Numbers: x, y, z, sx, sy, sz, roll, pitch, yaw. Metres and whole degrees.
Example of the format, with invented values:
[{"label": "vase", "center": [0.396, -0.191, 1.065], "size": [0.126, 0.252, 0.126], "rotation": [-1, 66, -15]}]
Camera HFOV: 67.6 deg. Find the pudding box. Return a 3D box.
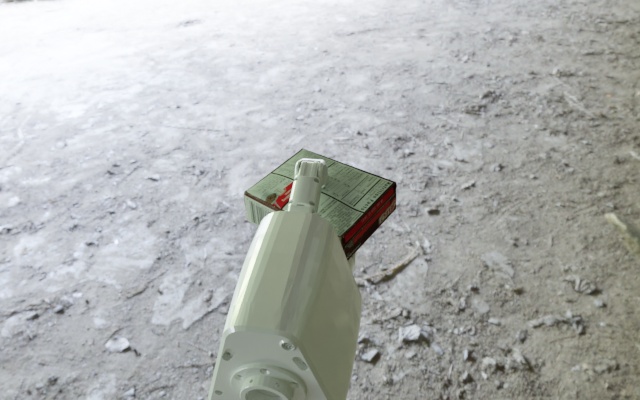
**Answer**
[{"label": "pudding box", "center": [0.000, 0.001, 0.437], "size": [0.113, 0.039, 0.090], "rotation": [25, 47, 29]}]
